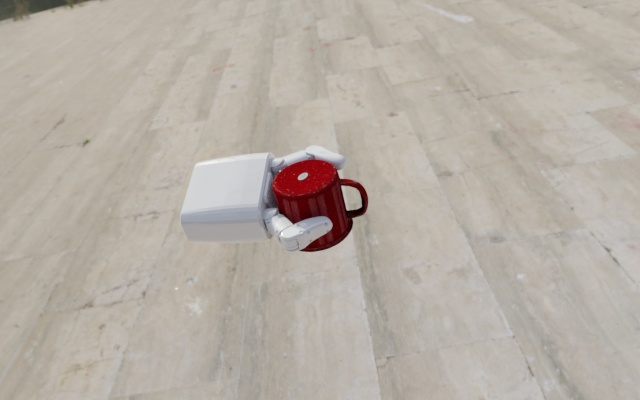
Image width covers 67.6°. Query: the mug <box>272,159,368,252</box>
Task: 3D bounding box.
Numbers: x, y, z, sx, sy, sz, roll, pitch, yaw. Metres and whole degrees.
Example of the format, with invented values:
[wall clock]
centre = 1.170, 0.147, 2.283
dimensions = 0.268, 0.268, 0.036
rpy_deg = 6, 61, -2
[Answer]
[mug]
centre = 0.001, 0.002, 0.588
dimensions = 0.117, 0.082, 0.093
rpy_deg = -5, 36, 12
